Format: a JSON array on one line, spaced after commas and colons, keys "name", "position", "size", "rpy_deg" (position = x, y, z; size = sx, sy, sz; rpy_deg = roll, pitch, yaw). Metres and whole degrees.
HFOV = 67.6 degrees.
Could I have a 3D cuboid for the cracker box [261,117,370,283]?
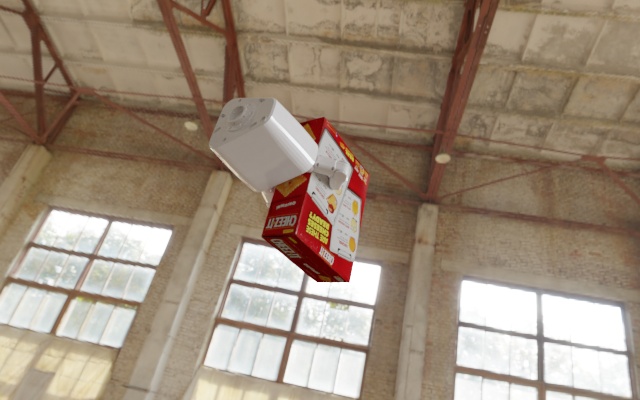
[{"name": "cracker box", "position": [0.000, 0.002, 0.765], "size": [0.072, 0.213, 0.164], "rpy_deg": [-8, -36, 32]}]
